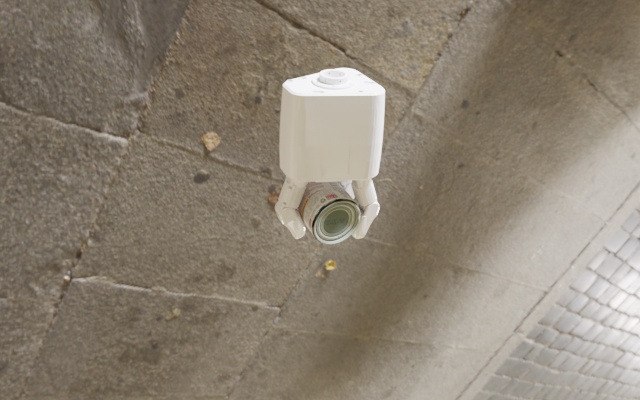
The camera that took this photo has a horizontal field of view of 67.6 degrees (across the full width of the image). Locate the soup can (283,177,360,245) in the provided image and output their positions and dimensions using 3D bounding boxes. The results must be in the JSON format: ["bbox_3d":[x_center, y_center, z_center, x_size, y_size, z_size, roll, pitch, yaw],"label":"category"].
[{"bbox_3d":[0.000,0.003,0.623,0.068,0.068,0.102,0,31,-29],"label":"soup can"}]
